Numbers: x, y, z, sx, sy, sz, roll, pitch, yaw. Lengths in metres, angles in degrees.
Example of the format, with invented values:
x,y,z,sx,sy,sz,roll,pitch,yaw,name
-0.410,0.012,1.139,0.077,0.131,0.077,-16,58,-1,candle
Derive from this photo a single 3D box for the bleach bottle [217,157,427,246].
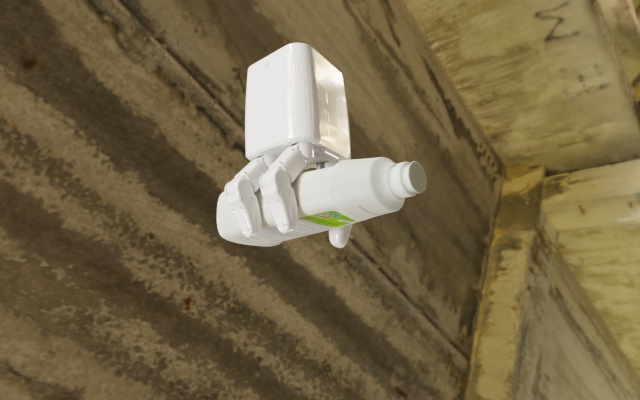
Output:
x,y,z,sx,sy,sz,roll,pitch,yaw,name
0.000,0.002,0.502,0.251,0.068,0.102,-13,-16,43,bleach bottle
